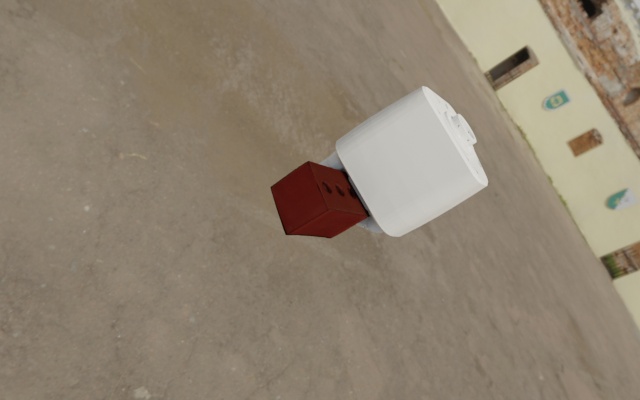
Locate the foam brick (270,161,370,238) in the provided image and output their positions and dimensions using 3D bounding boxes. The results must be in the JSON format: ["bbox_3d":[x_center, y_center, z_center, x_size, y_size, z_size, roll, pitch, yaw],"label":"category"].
[{"bbox_3d":[0.000,0.002,0.461,0.051,0.053,0.078,-32,-22,27],"label":"foam brick"}]
